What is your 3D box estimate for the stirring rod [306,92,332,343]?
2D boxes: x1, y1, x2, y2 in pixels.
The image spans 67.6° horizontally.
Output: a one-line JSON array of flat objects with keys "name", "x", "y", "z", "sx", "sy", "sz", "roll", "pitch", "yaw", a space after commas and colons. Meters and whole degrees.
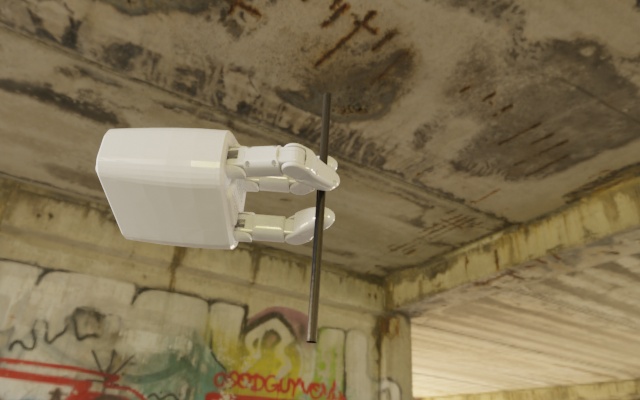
[{"name": "stirring rod", "x": 0.000, "y": 0.001, "z": 0.418, "sx": 0.011, "sy": 0.239, "sz": 0.011, "roll": 3, "pitch": -28, "yaw": 2}]
